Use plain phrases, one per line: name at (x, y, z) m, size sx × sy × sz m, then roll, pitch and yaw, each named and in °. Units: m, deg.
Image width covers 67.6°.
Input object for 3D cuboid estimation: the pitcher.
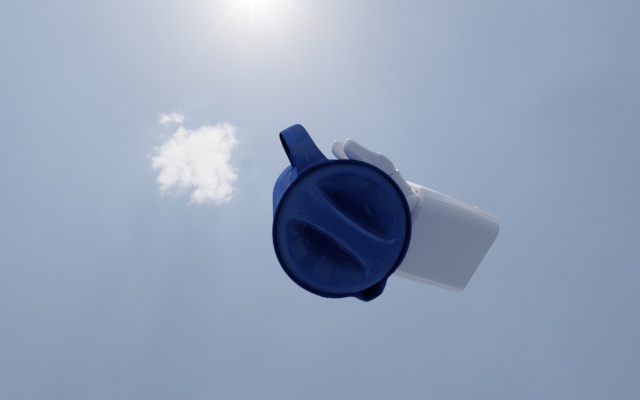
pitcher at (0.000, 0.002, 0.553) m, size 0.145 × 0.149 × 0.243 m, roll 17°, pitch 6°, yaw -11°
